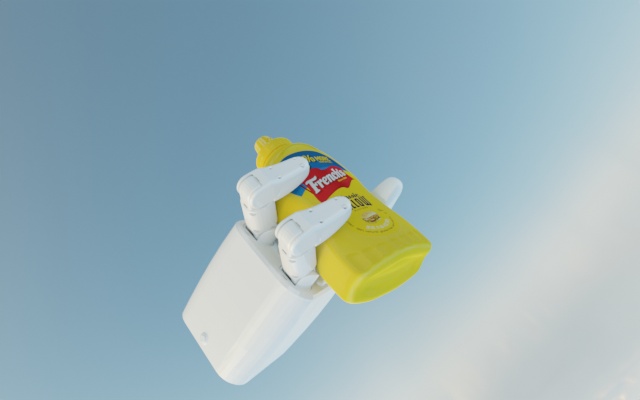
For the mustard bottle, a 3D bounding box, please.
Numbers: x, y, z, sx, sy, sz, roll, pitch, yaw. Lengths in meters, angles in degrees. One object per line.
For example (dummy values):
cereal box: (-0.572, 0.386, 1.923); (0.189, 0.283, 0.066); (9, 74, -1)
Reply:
mustard bottle: (0.000, 0.001, 0.423); (0.096, 0.058, 0.191); (-16, 48, -39)
